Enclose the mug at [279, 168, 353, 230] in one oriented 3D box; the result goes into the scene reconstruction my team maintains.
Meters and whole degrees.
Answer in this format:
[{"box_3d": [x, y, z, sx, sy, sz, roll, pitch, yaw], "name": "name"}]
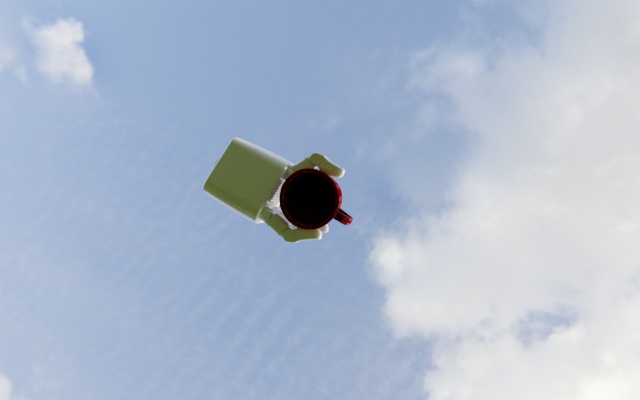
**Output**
[{"box_3d": [0.001, 0.003, 0.754, 0.117, 0.093, 0.081, 30, 7, 8], "name": "mug"}]
